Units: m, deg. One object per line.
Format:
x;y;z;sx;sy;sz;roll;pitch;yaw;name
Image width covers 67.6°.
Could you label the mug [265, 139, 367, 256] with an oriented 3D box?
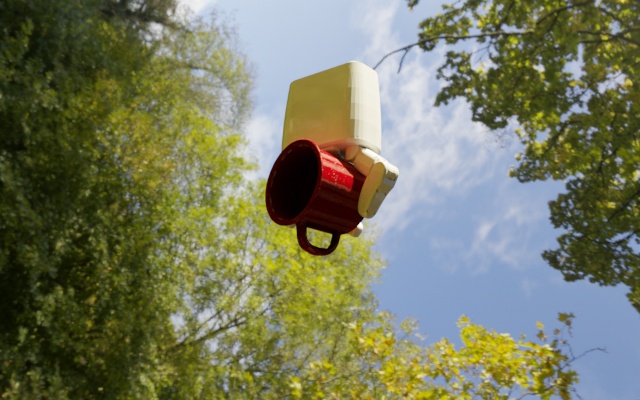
0.000;0.003;0.509;0.081;0.117;0.093;19;-29;-38;mug
